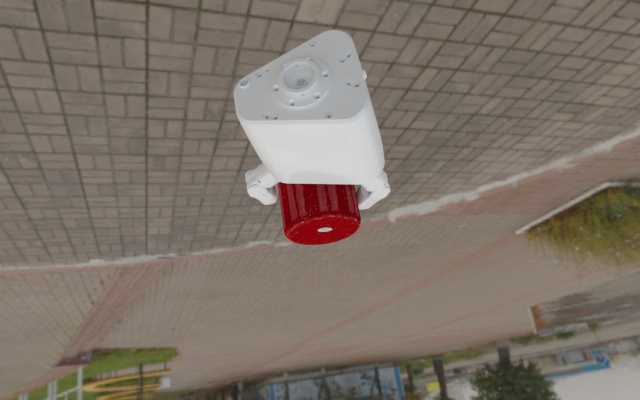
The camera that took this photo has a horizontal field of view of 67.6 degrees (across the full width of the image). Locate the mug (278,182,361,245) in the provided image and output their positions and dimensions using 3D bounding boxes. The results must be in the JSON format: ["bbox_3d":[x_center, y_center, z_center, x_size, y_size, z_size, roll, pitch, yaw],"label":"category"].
[{"bbox_3d":[0.000,0.002,0.525,0.093,0.081,0.117,-13,-25,9],"label":"mug"}]
